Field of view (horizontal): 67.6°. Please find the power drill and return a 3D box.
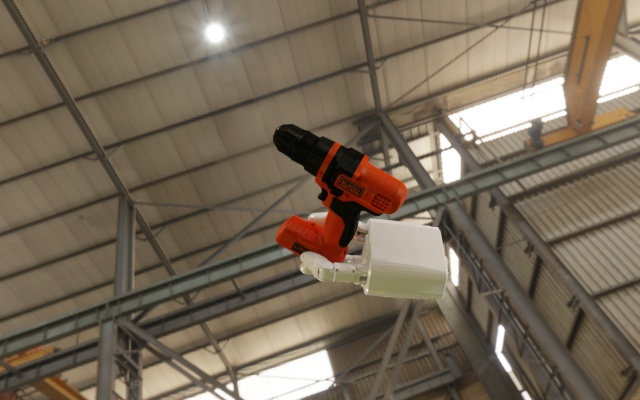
[{"bbox_3d":[0.000,0.003,0.646,0.184,0.188,0.057,30,45,4],"label":"power drill"}]
